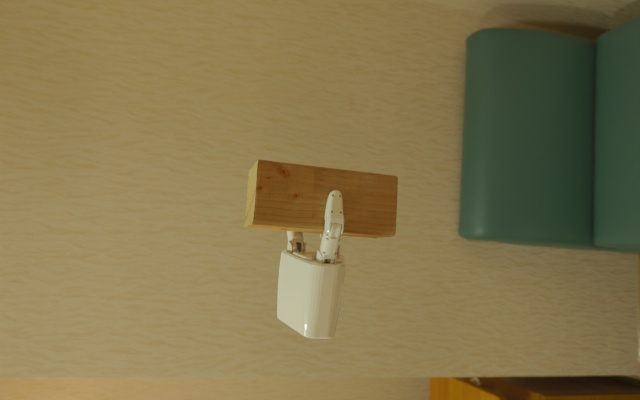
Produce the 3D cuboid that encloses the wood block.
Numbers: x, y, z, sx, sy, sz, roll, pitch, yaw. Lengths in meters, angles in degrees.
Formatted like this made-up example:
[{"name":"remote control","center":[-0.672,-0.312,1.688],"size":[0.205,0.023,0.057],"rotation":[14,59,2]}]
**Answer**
[{"name":"wood block","center":[0.000,0.003,0.703],"size":[0.206,0.090,0.091],"rotation":[6,-7,-16]}]
